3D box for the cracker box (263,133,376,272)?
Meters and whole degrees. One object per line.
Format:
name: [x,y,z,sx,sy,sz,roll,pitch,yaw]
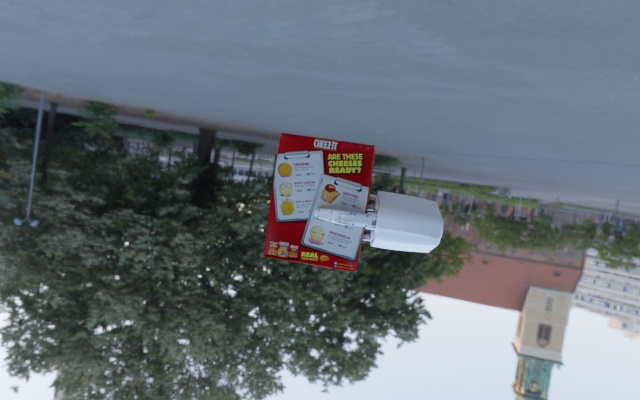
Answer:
cracker box: [0.000,0.003,0.825,0.164,0.214,0.072,9,3,5]
